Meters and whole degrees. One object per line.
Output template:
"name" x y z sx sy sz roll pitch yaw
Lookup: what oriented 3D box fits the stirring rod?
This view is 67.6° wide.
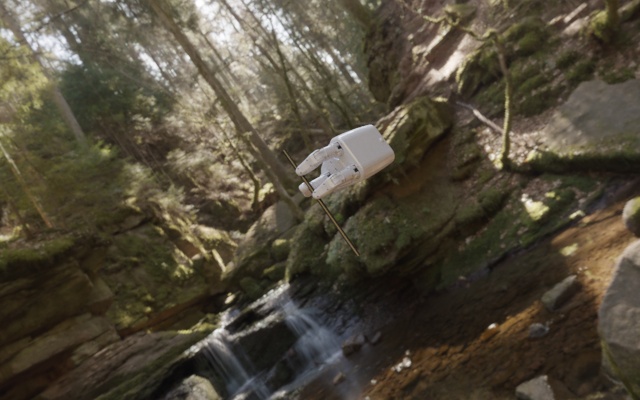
"stirring rod" 0.000 0.003 0.882 0.011 0.239 0.011 -34 -9 -6
